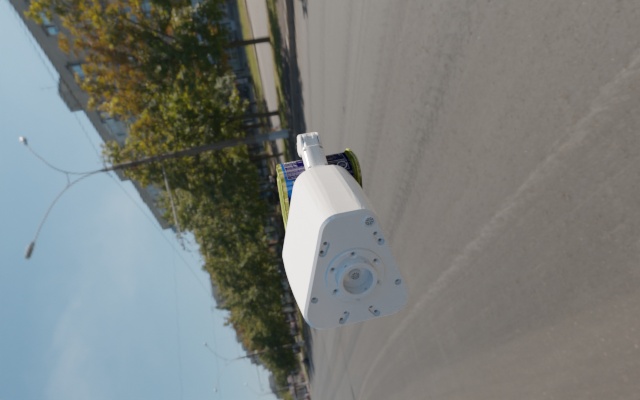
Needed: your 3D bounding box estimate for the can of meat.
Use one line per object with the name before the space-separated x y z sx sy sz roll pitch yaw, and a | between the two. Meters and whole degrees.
can of meat | 0.000 0.002 0.523 0.084 0.102 0.057 -11 27 -8
